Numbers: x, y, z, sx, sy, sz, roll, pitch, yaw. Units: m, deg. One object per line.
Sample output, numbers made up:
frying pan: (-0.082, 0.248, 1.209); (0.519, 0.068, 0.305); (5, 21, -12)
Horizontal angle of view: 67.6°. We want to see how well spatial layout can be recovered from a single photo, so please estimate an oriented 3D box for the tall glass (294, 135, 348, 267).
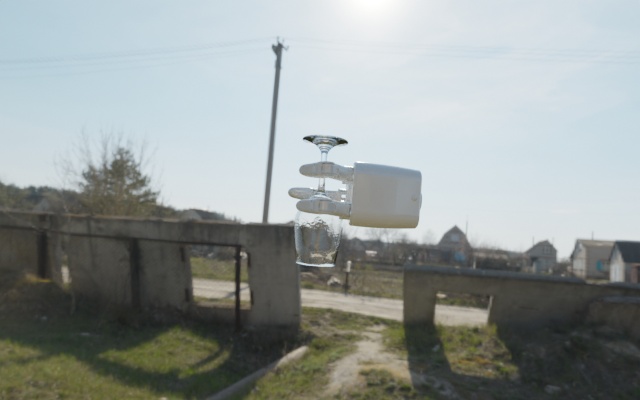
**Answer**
tall glass: (0.000, 0.002, 0.756); (0.079, 0.201, 0.079); (5, -5, 0)
